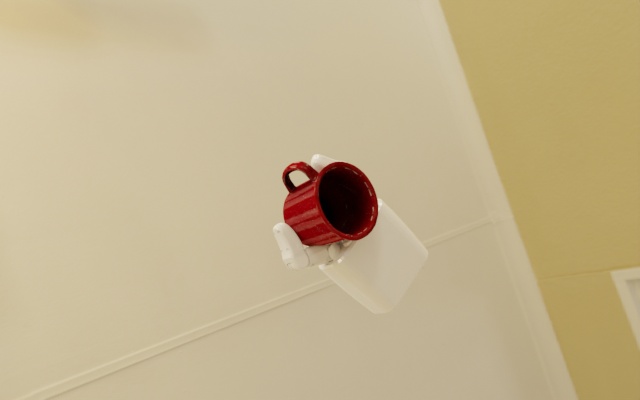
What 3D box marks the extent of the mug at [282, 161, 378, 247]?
[{"bbox_3d":[-0.001,0.001,0.568,0.117,0.093,0.081,44,-36,-17],"label":"mug"}]
